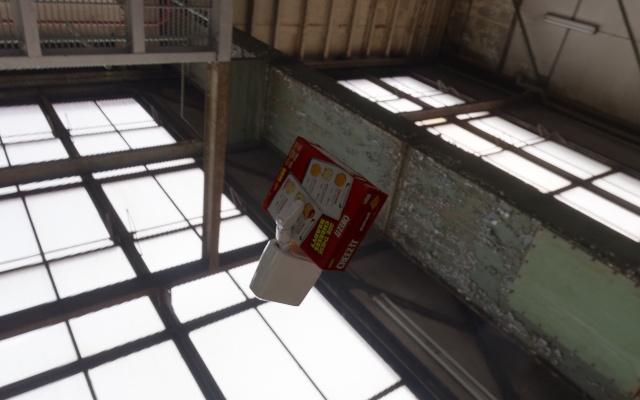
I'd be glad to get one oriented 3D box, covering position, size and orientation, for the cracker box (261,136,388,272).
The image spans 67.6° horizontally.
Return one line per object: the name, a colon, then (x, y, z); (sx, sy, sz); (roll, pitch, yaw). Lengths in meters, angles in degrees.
cracker box: (0.000, 0.003, 0.877); (0.072, 0.164, 0.213); (14, 19, -46)
